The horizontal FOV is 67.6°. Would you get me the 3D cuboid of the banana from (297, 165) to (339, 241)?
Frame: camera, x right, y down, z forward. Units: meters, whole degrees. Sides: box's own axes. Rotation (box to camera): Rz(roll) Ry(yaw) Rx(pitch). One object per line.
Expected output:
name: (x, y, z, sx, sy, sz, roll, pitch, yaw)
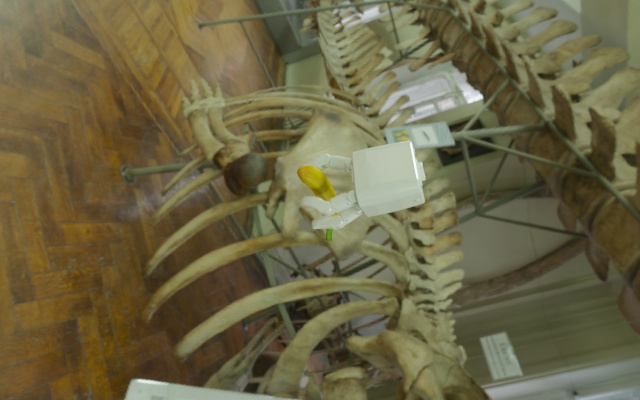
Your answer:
banana: (0.003, -0.009, 0.877, 0.037, 0.069, 0.198, -8, -43, 16)
